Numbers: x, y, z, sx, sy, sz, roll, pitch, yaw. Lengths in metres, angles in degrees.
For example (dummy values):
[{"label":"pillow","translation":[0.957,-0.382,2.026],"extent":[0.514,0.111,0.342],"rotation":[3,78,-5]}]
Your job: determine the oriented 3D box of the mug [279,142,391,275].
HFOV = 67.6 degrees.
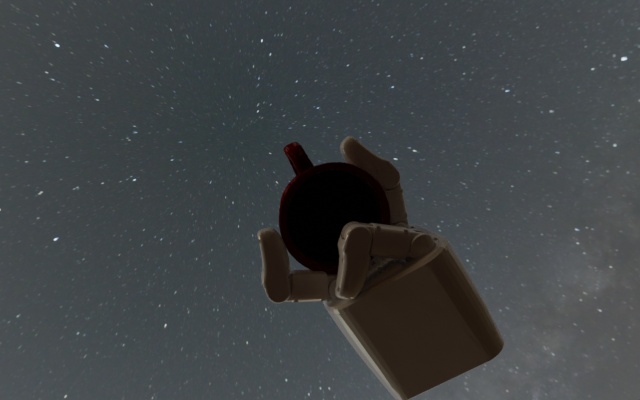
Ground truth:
[{"label":"mug","translation":[-0.001,0.000,0.426],"extent":[0.093,0.117,0.081],"rotation":[-33,10,-4]}]
